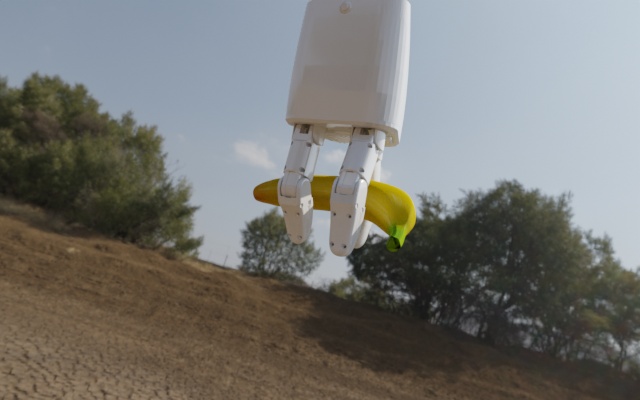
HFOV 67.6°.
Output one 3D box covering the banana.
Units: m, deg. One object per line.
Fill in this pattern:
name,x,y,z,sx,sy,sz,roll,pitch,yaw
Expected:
banana,0.017,-0.001,0.435,0.069,0.037,0.198,-12,17,-38
